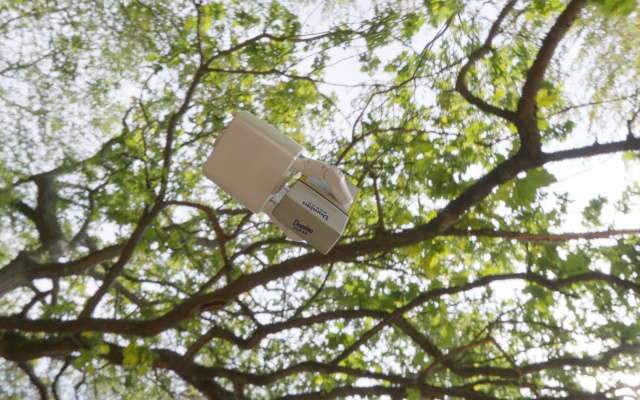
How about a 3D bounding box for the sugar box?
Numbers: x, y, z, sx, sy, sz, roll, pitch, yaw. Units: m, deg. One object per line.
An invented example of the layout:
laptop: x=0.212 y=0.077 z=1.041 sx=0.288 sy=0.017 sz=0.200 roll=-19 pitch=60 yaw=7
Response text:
sugar box: x=0.000 y=0.003 z=0.700 sx=0.093 sy=0.048 sz=0.176 roll=37 pitch=27 yaw=-1
